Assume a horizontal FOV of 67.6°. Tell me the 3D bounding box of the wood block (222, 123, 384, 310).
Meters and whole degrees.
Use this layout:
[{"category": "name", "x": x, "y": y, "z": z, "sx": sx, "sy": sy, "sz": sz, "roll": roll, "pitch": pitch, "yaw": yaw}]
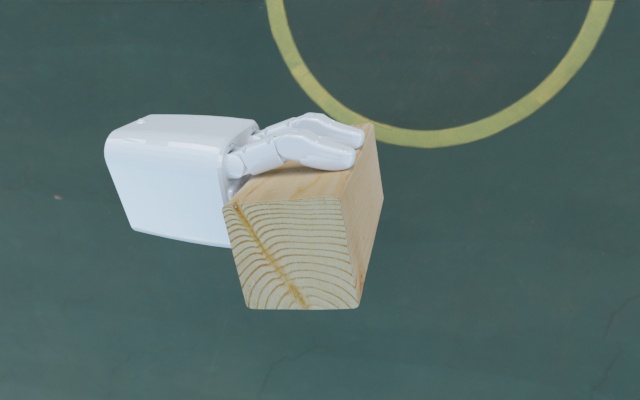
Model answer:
[{"category": "wood block", "x": 0.000, "y": 0.002, "z": 0.434, "sx": 0.090, "sy": 0.091, "sz": 0.206, "roll": -4, "pitch": 22, "yaw": 15}]
